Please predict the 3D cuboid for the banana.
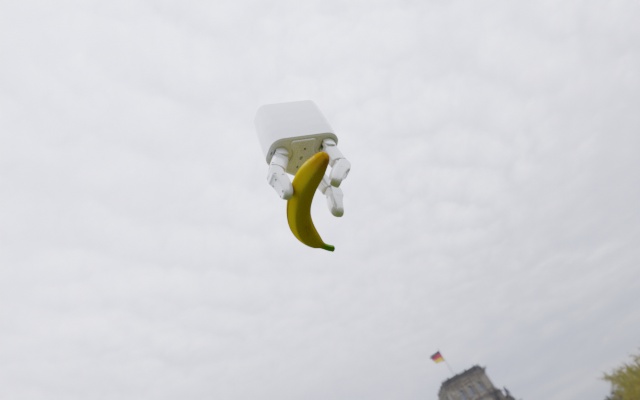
[{"bbox_3d":[-0.018,0.008,0.709,0.069,0.198,0.037,-12,45,-7],"label":"banana"}]
